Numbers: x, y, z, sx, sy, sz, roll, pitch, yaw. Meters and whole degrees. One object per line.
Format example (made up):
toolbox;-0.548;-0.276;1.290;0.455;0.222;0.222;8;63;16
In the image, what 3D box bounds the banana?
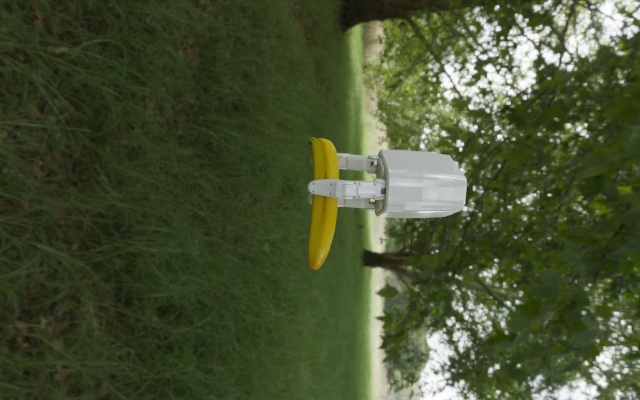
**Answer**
banana;0.004;-0.006;0.664;0.037;0.197;0.070;4;-16;-10
